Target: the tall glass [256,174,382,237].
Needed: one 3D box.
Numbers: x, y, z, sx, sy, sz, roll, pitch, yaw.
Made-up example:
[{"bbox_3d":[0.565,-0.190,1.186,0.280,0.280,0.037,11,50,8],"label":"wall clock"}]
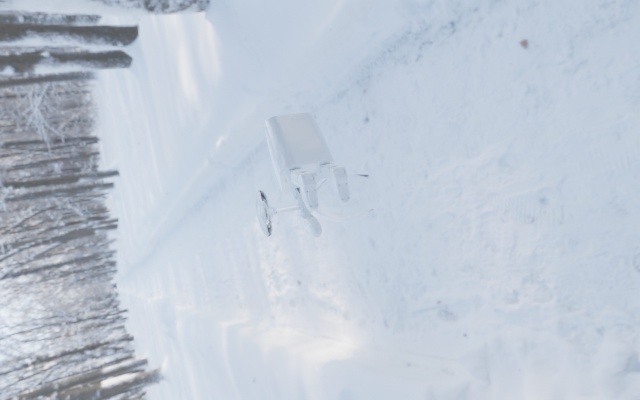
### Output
[{"bbox_3d":[0.000,0.003,0.788,0.201,0.079,0.079,-11,4,-23],"label":"tall glass"}]
